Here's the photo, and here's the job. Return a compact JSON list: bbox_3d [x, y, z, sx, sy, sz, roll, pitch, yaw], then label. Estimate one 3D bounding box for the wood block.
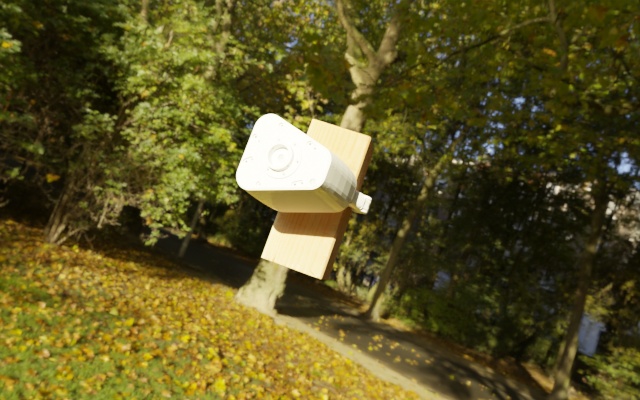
[{"bbox_3d":[0.000,0.002,0.692,0.091,0.206,0.090,19,-6,10],"label":"wood block"}]
